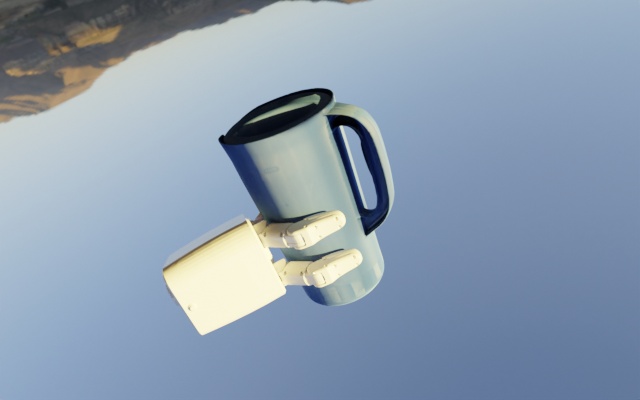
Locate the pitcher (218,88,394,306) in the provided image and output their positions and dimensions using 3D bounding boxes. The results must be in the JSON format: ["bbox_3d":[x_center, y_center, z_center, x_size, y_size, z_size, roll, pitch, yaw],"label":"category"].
[{"bbox_3d":[0.000,0.002,0.554,0.145,0.243,0.149,-28,27,-10],"label":"pitcher"}]
